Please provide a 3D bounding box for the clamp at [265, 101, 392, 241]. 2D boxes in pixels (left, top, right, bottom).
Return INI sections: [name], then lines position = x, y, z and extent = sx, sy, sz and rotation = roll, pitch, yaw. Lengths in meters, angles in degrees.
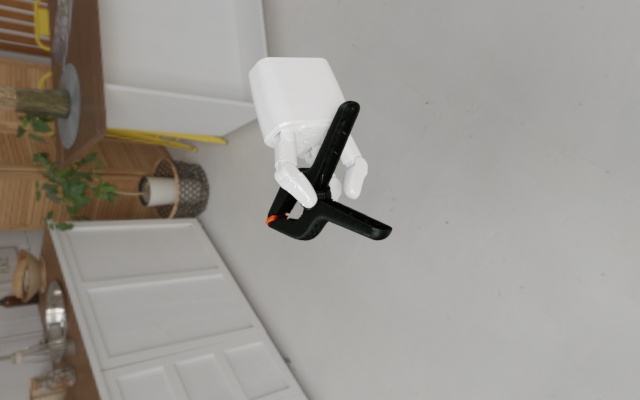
[clamp]
position = -0.001, 0.002, 0.587
extent = 0.036, 0.164, 0.210
rotation = 2, -28, -39
